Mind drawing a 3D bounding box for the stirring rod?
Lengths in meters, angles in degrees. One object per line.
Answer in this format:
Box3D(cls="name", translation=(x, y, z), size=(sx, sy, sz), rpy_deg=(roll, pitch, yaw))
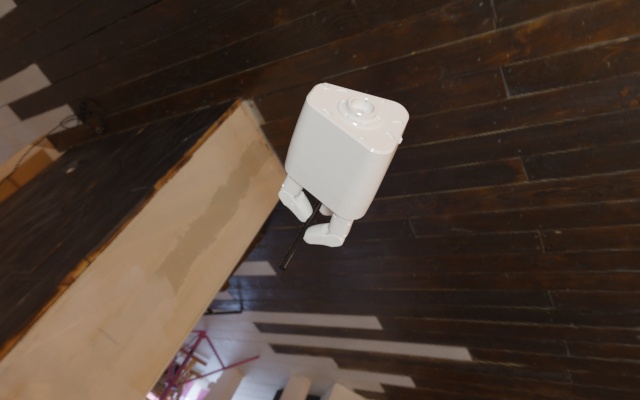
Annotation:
Box3D(cls="stirring rod", translation=(0.000, 0.002, 0.640), size=(0.011, 0.011, 0.239), rpy_deg=(0, 40, 30))
